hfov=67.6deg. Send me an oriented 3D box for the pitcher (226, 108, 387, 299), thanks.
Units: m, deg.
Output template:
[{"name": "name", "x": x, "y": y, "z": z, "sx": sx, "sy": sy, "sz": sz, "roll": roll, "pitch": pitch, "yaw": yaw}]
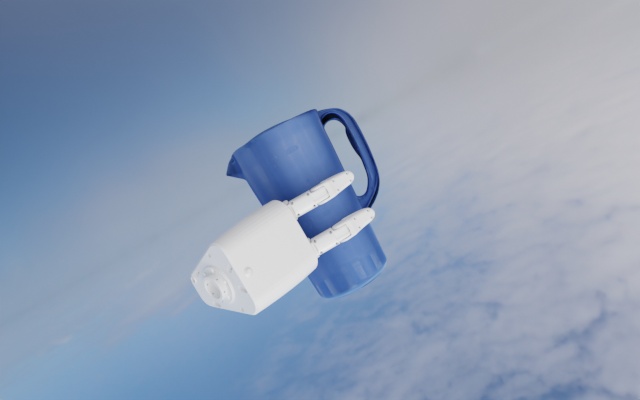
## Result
[{"name": "pitcher", "x": 0.000, "y": 0.002, "z": 0.657, "sx": 0.149, "sy": 0.243, "sz": 0.145, "roll": -24, "pitch": 8, "yaw": 45}]
